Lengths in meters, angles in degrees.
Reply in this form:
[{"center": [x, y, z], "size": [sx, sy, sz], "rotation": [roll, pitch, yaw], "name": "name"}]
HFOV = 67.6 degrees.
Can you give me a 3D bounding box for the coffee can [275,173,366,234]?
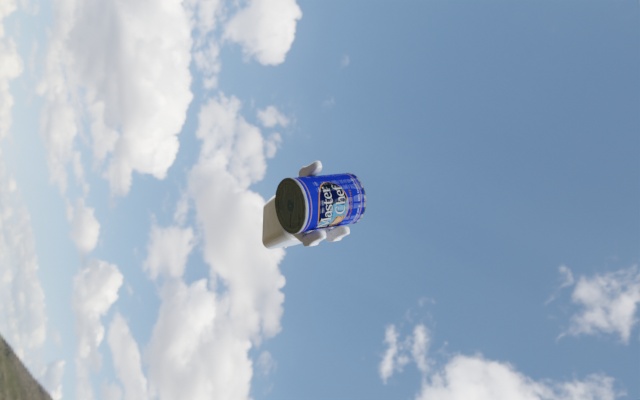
[{"center": [0.000, 0.003, 0.898], "size": [0.140, 0.103, 0.103], "rotation": [-7, 4, -36], "name": "coffee can"}]
